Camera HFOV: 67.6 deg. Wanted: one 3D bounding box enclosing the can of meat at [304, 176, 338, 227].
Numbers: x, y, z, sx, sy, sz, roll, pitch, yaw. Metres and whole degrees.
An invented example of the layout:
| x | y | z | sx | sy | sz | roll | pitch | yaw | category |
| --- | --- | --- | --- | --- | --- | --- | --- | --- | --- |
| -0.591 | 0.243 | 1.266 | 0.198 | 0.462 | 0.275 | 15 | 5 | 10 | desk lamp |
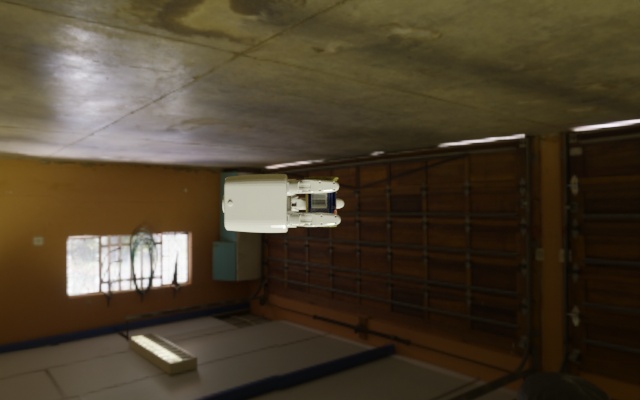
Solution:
| x | y | z | sx | sy | sz | roll | pitch | yaw | category |
| --- | --- | --- | --- | --- | --- | --- | --- | --- | --- |
| 0.000 | 0.003 | 0.837 | 0.057 | 0.084 | 0.102 | 0 | -1 | -3 | can of meat |
